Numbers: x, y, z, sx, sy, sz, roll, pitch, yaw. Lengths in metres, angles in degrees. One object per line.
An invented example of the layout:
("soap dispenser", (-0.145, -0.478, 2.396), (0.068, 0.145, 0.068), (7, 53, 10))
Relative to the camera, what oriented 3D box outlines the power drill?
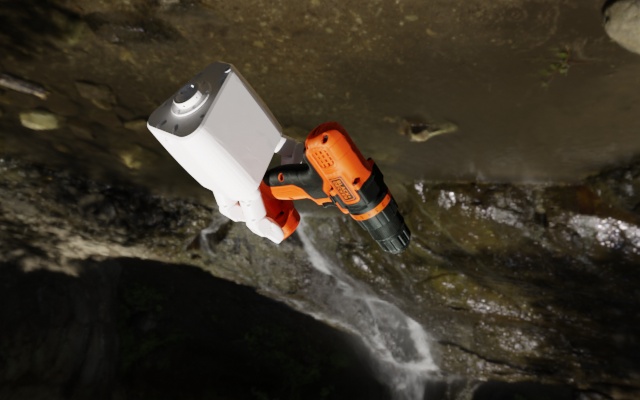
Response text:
("power drill", (0.000, 0.002, 0.585), (0.188, 0.184, 0.057), (-14, 32, 41))
